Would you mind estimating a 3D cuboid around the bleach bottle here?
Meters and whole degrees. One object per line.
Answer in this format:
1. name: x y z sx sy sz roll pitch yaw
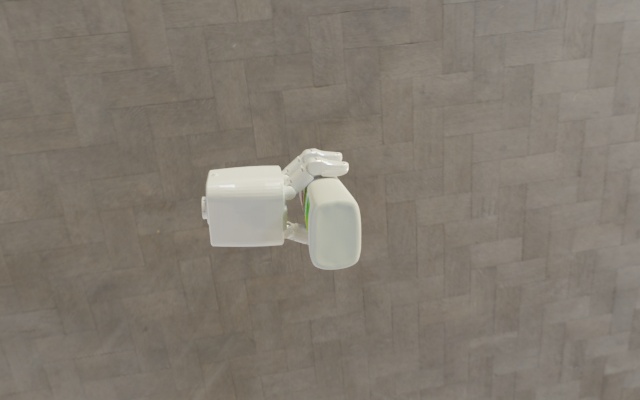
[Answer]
1. bleach bottle: 0.000 0.002 0.718 0.068 0.103 0.250 -4 20 -9
